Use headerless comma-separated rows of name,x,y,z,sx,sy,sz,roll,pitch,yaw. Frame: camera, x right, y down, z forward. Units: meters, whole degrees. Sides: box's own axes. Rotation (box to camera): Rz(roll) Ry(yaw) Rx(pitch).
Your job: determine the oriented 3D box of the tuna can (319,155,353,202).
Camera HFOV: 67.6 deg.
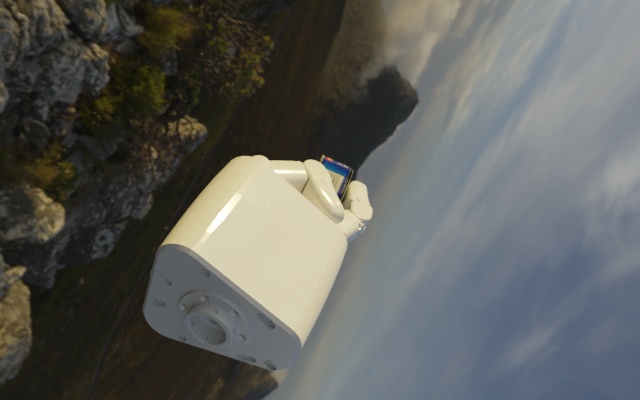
tuna can,0.001,0.002,0.461,0.034,0.086,0.086,24,0,0
